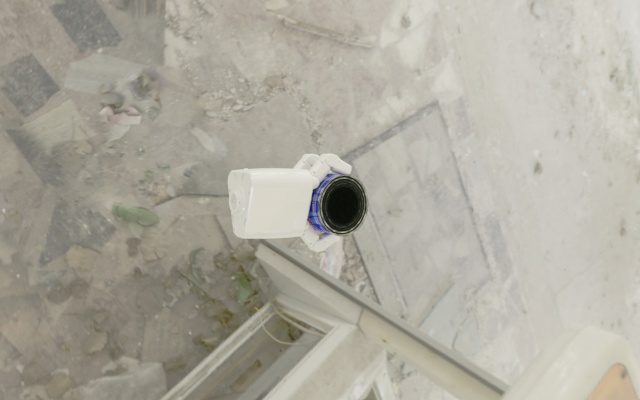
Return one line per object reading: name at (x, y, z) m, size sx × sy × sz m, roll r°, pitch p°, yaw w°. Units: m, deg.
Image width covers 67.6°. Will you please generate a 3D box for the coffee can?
coffee can at (0.000, 0.003, 0.832) m, size 0.103 × 0.103 × 0.140 m, roll 0°, pitch 4°, yaw -34°
